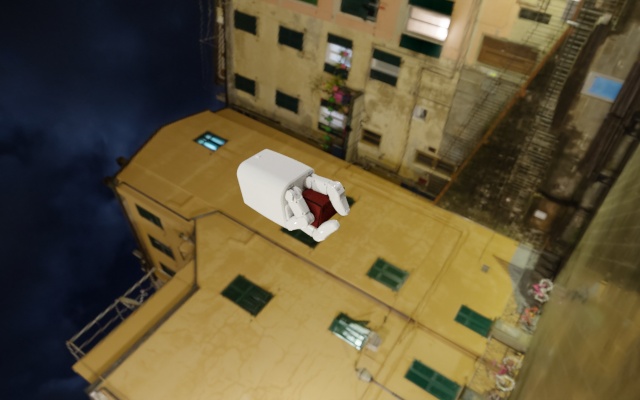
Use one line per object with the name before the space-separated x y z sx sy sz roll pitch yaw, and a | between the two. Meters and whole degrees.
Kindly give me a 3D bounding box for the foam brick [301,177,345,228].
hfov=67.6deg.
foam brick | 0.000 0.003 0.855 0.051 0.053 0.078 27 40 23
